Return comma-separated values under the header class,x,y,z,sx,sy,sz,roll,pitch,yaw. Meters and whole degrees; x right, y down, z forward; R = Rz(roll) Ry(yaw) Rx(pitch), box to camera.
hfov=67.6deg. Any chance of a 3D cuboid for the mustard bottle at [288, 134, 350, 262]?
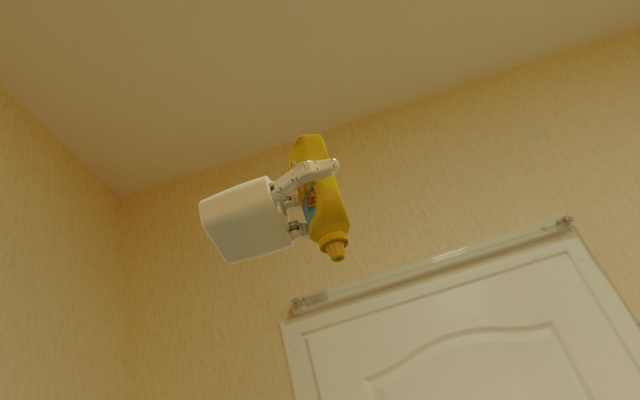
class,x,y,z,sx,sy,sz,roll,pitch,yaw
mustard bottle,0.000,0.002,0.691,0.058,0.191,0.096,-5,-35,-17
